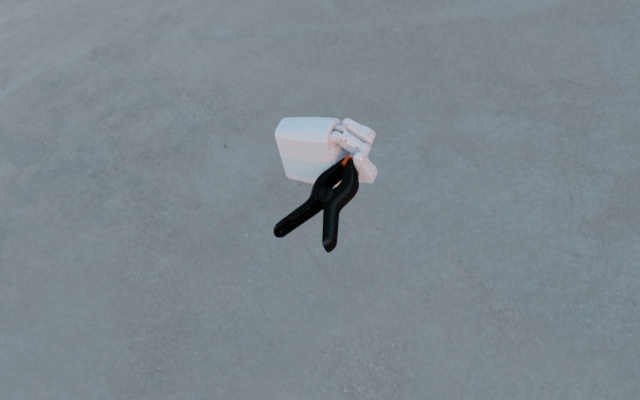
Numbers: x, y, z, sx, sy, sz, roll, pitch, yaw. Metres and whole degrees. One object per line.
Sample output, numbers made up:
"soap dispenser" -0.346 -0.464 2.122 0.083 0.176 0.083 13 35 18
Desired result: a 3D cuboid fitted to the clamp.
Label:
"clamp" 0.000 0.002 0.746 0.120 0.171 0.039 7 -36 32
